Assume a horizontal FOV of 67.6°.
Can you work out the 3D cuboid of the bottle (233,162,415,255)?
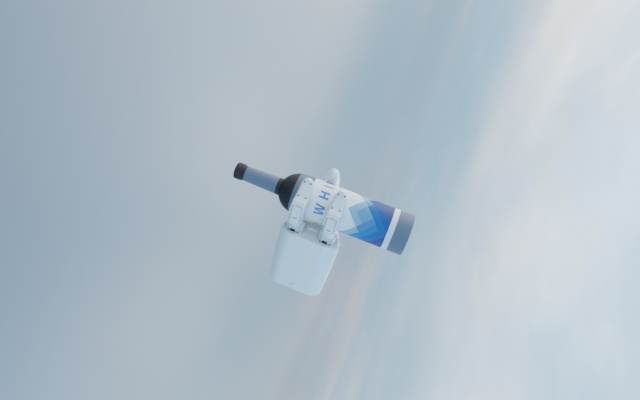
[{"bbox_3d":[0.000,0.003,0.763,0.295,0.069,0.069,21,2,6],"label":"bottle"}]
